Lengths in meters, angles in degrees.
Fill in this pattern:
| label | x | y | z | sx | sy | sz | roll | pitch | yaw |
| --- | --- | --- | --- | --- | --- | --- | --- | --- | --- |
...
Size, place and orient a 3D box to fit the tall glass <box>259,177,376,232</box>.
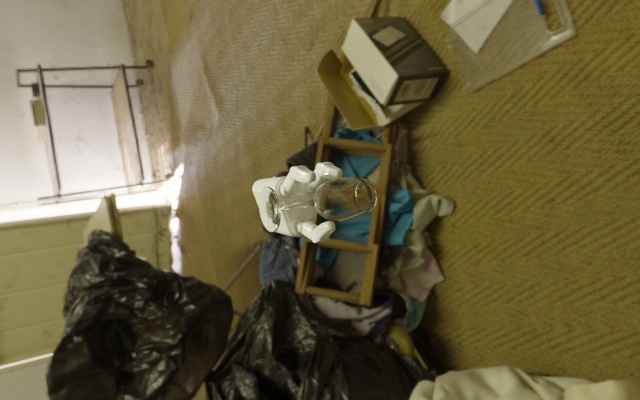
| label | x | y | z | sx | sy | sz | roll | pitch | yaw |
| --- | --- | --- | --- | --- | --- | --- | --- | --- | --- |
| tall glass | 0.000 | 0.003 | 0.821 | 0.201 | 0.079 | 0.079 | -8 | 4 | -32 |
